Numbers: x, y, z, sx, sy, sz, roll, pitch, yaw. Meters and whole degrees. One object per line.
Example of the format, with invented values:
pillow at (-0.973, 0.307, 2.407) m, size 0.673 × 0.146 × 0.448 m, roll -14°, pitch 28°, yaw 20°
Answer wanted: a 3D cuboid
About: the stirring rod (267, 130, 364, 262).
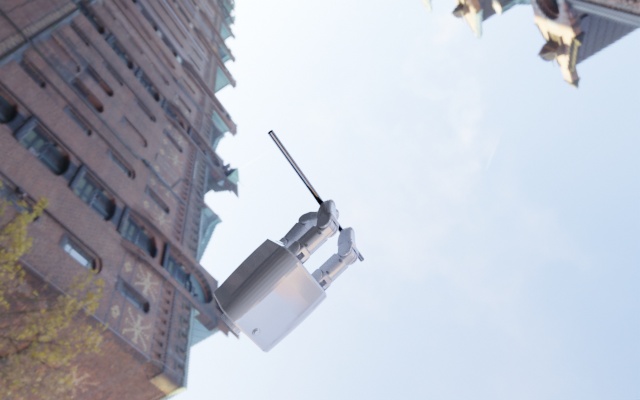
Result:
stirring rod at (0.000, 0.002, 0.631) m, size 0.011 × 0.011 × 0.240 m, roll 0°, pitch -44°, yaw 44°
